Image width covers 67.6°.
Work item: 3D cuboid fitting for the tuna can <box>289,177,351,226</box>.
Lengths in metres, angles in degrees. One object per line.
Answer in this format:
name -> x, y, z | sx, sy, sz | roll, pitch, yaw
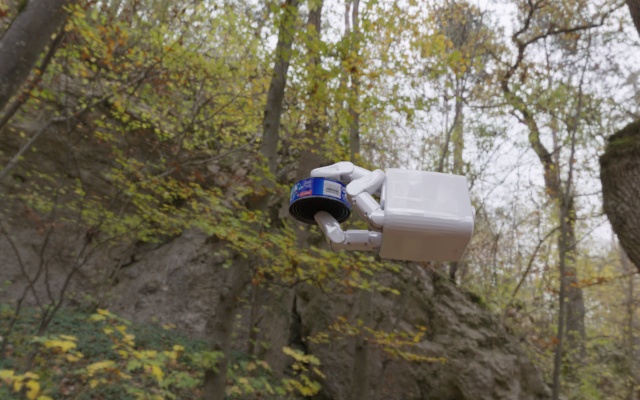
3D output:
tuna can -> 0.000, 0.002, 0.663 | 0.086, 0.033, 0.086 | 3, -28, 2
